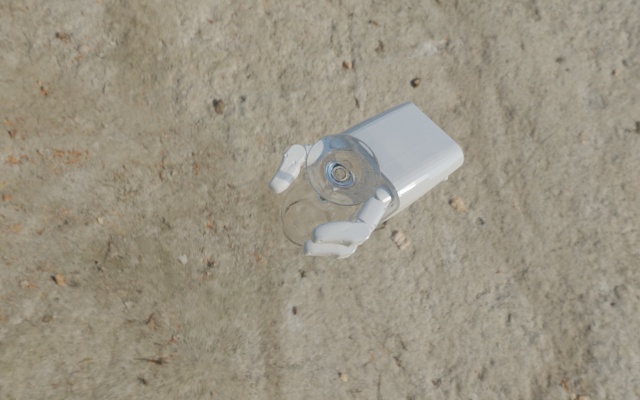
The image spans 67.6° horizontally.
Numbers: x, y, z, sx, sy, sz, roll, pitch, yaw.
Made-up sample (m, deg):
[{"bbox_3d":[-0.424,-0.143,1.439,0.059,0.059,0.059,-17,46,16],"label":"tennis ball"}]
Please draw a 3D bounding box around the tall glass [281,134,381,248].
[{"bbox_3d":[0.000,0.002,0.543,0.079,0.079,0.201,0,-19,-14],"label":"tall glass"}]
